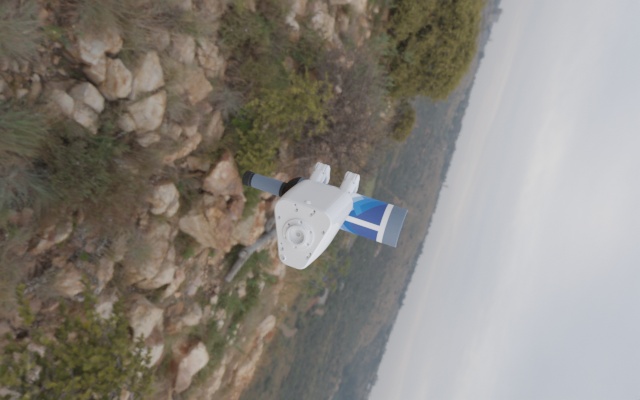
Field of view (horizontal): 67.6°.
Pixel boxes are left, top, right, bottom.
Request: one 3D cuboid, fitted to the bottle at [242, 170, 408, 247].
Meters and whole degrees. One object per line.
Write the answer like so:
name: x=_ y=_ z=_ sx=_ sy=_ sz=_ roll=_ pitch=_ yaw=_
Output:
bottle: x=0.000 y=0.003 z=0.832 sx=0.295 sy=0.069 sz=0.069 roll=18 pitch=4 yaw=13
